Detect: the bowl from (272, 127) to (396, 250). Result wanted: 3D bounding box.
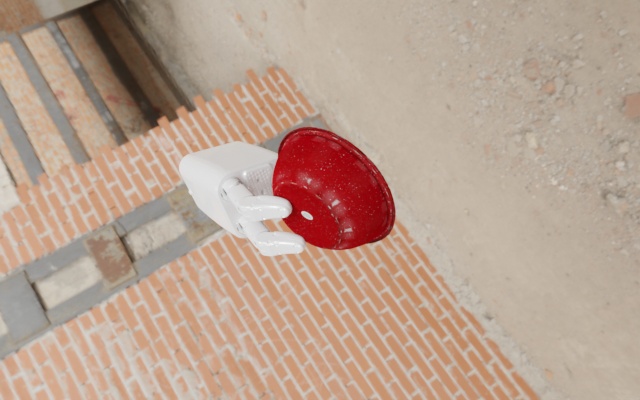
[{"bbox_3d":[0.001,0.002,0.527,0.162,0.162,0.055,0,37,47],"label":"bowl"}]
